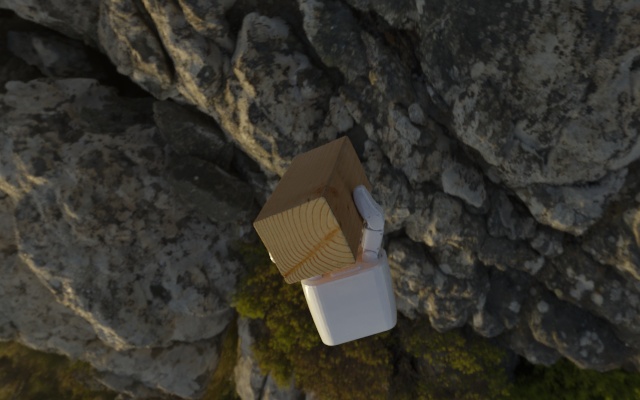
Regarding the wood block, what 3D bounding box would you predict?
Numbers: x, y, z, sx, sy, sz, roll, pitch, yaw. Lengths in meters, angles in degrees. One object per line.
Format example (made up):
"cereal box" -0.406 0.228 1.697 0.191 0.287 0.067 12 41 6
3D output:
"wood block" 0.001 0.002 0.613 0.091 0.090 0.206 -20 21 19
